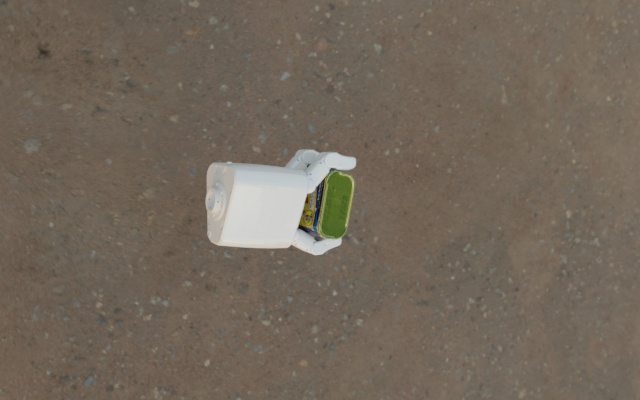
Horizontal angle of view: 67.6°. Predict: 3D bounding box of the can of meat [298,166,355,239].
[{"bbox_3d":[0.000,0.002,0.698,0.057,0.102,0.084,8,2,-35],"label":"can of meat"}]
